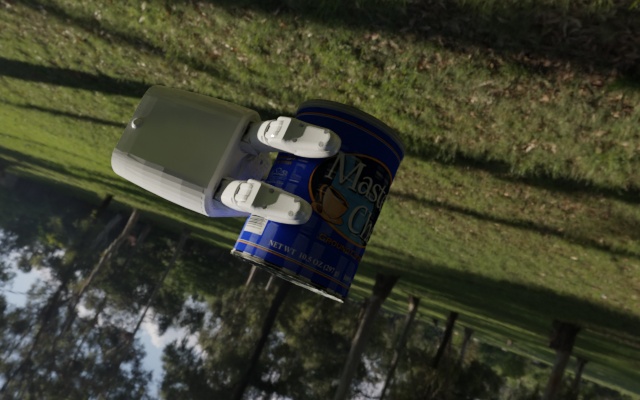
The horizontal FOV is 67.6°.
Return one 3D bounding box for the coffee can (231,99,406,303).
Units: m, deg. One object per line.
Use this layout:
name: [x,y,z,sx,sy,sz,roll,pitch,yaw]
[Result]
coffee can: [0.000,0.001,0.407,0.103,0.140,0.103,23,-12,5]
